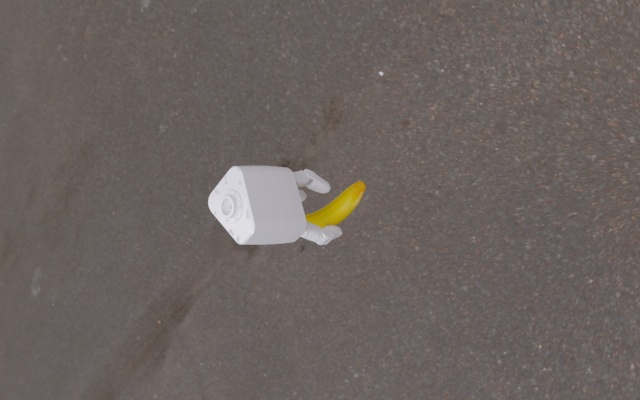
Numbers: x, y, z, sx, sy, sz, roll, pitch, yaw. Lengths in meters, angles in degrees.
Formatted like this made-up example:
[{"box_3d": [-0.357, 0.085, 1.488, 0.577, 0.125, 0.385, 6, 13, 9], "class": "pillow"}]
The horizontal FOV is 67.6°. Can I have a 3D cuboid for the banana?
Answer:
[{"box_3d": [0.000, 0.022, 0.823, 0.198, 0.069, 0.037, -17, -15, 41], "class": "banana"}]
